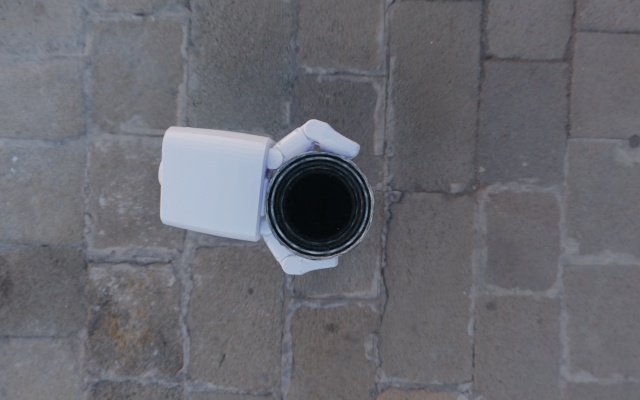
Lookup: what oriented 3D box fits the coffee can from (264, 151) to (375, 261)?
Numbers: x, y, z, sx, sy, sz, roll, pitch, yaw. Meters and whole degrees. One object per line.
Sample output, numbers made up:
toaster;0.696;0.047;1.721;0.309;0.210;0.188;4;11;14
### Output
coffee can;0.000;0.002;0.510;0.103;0.103;0.140;0;3;1
